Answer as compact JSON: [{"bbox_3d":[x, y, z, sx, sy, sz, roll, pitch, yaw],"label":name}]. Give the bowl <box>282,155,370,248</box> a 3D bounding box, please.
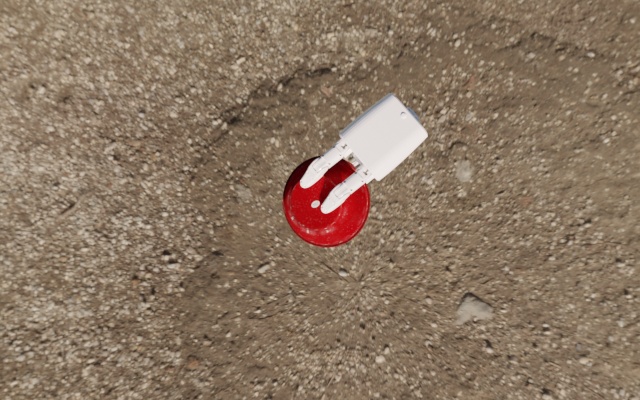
[{"bbox_3d":[-0.001,0.004,0.810,0.162,0.162,0.055,0,2,19],"label":"bowl"}]
